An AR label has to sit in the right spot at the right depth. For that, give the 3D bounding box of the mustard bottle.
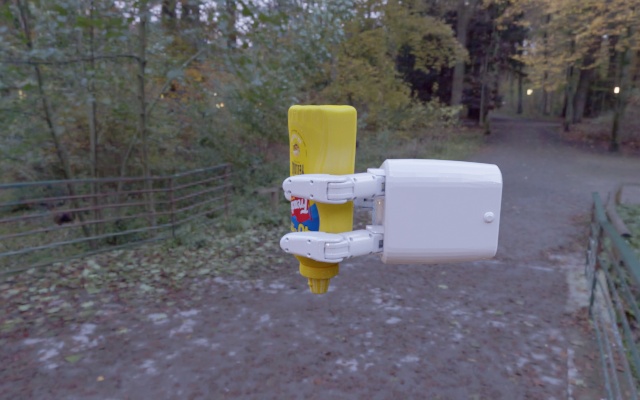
[{"bbox_3d":[0.000,0.001,0.482,0.058,0.192,0.096,-5,13,-24],"label":"mustard bottle"}]
